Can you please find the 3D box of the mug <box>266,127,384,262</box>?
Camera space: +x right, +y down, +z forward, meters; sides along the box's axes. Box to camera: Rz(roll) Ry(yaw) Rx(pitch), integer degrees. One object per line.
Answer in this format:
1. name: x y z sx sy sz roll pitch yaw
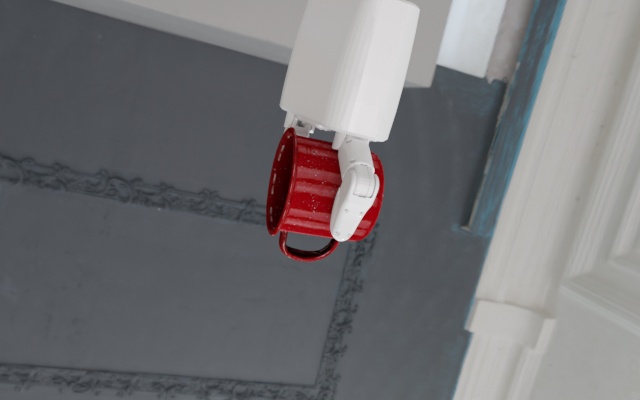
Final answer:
1. mug: 0.000 0.003 0.419 0.081 0.117 0.093 10 17 -16
